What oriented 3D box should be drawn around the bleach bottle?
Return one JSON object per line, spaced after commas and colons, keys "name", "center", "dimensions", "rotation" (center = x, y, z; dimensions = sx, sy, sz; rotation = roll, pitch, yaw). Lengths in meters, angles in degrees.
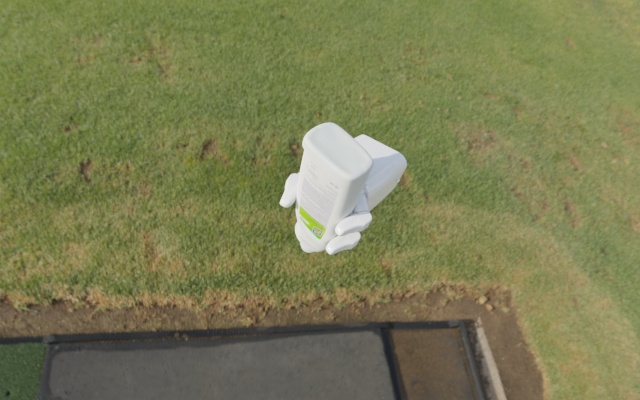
{"name": "bleach bottle", "center": [0.000, 0.002, 0.739], "dimensions": [0.068, 0.102, 0.251], "rotation": [-35, -20, -32]}
